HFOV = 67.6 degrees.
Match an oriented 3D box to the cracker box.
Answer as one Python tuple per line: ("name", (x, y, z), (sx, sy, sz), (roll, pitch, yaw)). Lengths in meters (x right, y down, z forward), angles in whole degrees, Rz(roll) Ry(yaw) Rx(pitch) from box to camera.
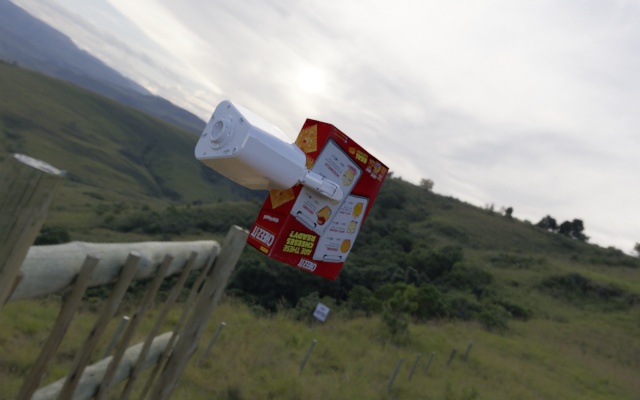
("cracker box", (0.000, 0.002, 0.760), (0.072, 0.213, 0.164), (24, -3, 45))
